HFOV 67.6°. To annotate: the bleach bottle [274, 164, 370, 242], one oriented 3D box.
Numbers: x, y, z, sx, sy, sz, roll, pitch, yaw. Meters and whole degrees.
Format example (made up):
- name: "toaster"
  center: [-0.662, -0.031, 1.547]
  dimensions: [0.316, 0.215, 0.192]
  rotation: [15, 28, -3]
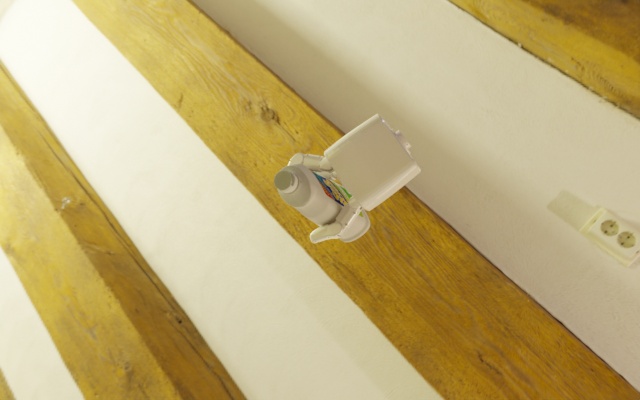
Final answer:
- name: "bleach bottle"
  center: [0.000, 0.002, 0.774]
  dimensions: [0.068, 0.102, 0.251]
  rotation: [-36, -22, 13]
